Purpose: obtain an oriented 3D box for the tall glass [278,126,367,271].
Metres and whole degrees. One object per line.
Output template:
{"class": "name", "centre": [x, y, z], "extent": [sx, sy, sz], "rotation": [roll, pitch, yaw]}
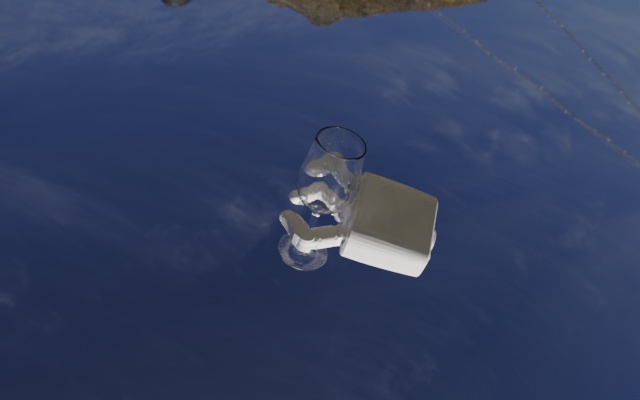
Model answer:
{"class": "tall glass", "centre": [0.000, 0.003, 0.620], "extent": [0.079, 0.201, 0.079], "rotation": [10, 43, -10]}
